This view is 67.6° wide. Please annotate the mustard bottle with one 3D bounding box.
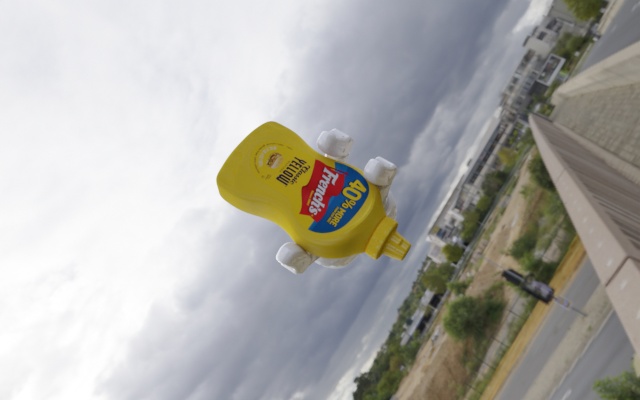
[{"bbox_3d":[0.000,0.001,0.464,0.191,0.096,0.058,31,-28,15],"label":"mustard bottle"}]
